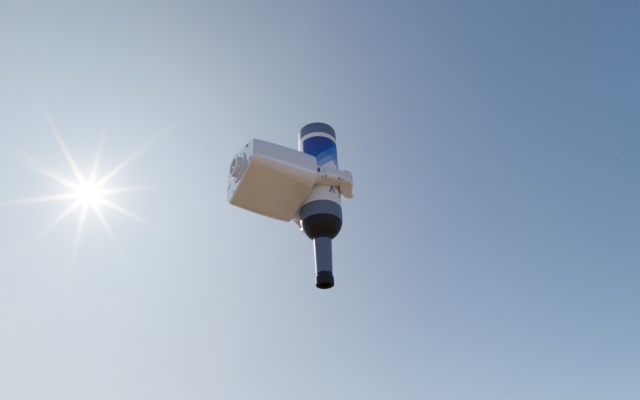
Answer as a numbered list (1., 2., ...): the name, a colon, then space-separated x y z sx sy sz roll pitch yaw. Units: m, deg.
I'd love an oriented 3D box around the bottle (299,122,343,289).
1. bottle: 0.000 0.002 0.771 0.069 0.295 0.069 -2 -35 -1
